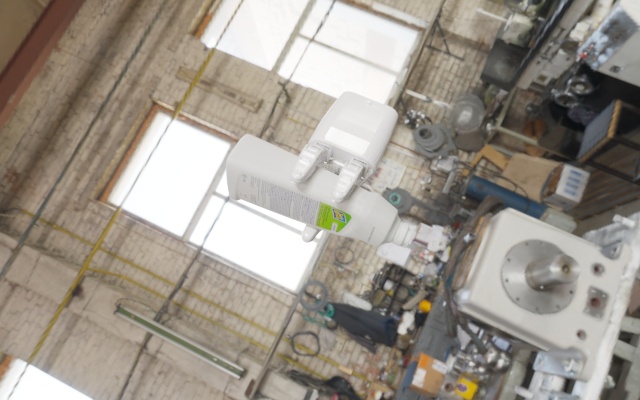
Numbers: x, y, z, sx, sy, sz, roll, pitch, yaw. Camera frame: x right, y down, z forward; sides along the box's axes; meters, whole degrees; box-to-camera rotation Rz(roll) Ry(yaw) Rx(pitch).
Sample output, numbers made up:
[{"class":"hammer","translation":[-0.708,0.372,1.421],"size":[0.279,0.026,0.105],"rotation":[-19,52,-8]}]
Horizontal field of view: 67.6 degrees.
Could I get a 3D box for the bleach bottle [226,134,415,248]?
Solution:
[{"class":"bleach bottle","translation":[0.000,0.002,0.631],"size":[0.251,0.068,0.103],"rotation":[24,-31,8]}]
